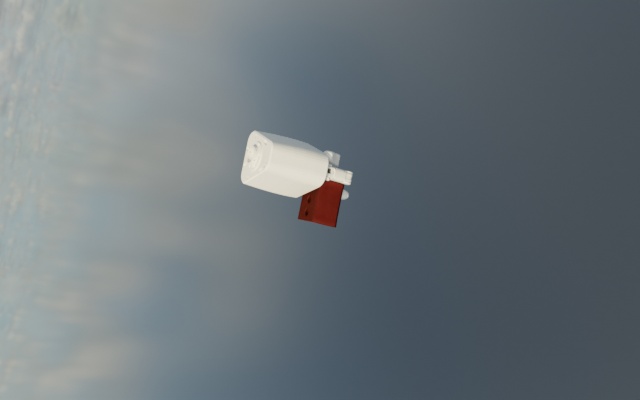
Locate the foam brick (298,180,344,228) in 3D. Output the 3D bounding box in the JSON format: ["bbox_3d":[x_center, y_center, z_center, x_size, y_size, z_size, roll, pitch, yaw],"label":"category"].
[{"bbox_3d":[0.000,0.003,0.832,0.051,0.078,0.053,13,-3,-32],"label":"foam brick"}]
